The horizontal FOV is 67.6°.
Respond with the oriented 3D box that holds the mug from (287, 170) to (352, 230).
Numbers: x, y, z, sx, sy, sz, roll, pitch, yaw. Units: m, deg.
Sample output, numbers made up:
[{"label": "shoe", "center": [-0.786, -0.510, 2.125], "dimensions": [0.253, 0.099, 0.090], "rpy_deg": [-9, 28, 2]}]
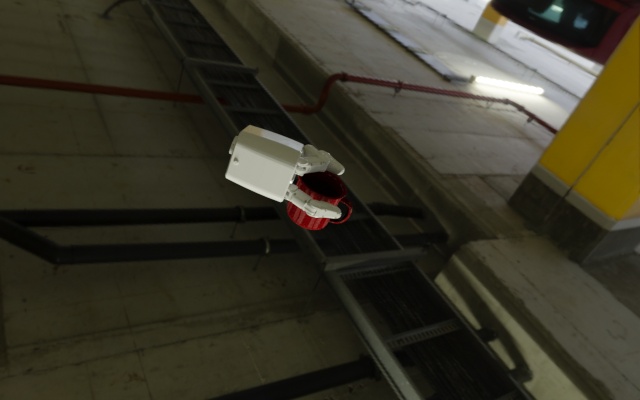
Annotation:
[{"label": "mug", "center": [0.001, 0.004, 0.863], "dimensions": [0.117, 0.081, 0.093], "rpy_deg": [24, 32, -4]}]
